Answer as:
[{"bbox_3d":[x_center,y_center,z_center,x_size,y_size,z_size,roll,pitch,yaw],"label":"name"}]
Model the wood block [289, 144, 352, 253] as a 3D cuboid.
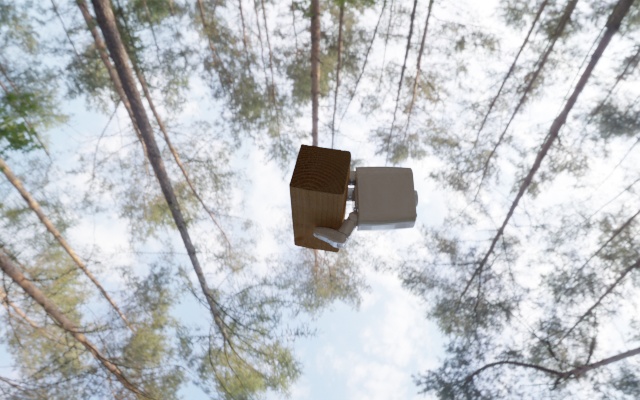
[{"bbox_3d":[0.000,0.003,0.858,0.090,0.090,0.206,9,-32,6],"label":"wood block"}]
